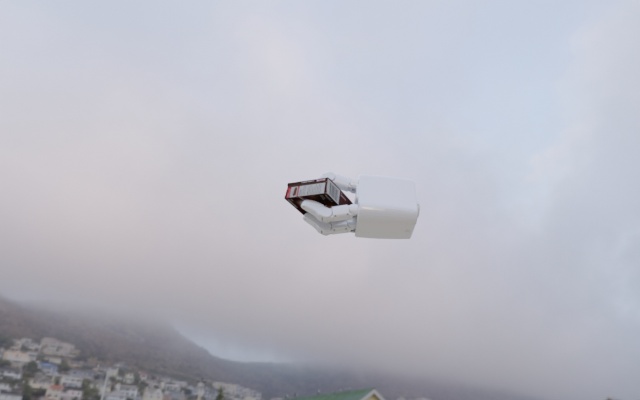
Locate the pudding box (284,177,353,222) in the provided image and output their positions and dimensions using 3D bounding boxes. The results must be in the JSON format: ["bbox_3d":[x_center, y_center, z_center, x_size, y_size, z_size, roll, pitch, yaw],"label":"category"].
[{"bbox_3d":[0.000,0.003,0.897,0.090,0.039,0.113,-8,-33,28],"label":"pudding box"}]
